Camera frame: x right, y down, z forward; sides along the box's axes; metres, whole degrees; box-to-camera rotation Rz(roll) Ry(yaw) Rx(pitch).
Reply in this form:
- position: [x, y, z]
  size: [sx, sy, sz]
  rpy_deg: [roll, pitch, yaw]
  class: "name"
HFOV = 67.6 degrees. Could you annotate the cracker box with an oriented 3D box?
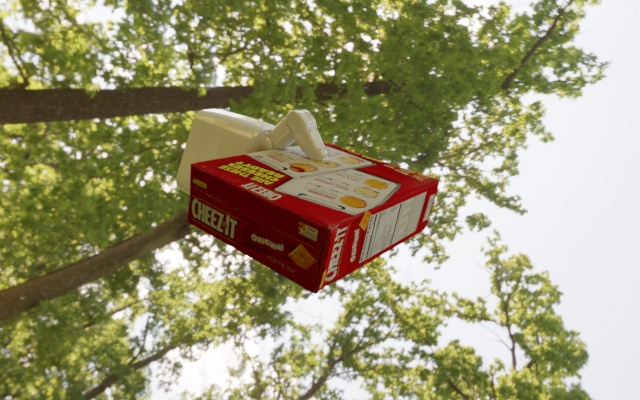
- position: [0.000, 0.001, 0.494]
  size: [0.164, 0.072, 0.213]
  rpy_deg: [23, 25, 31]
  class: "cracker box"
